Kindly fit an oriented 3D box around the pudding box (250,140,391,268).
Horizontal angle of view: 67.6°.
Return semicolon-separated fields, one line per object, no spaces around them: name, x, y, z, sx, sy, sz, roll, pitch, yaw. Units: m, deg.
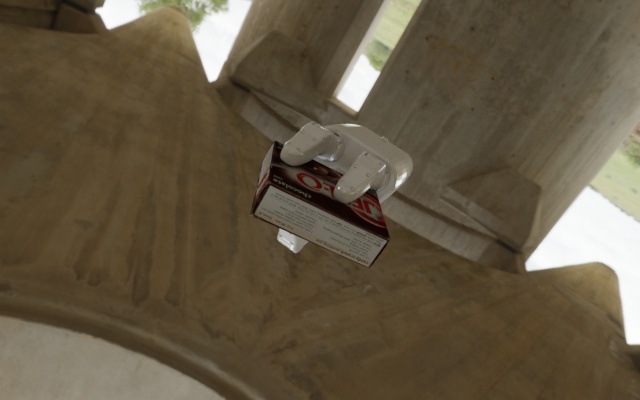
pudding box;0.000;0.001;0.413;0.113;0.039;0.090;23;23;-13
